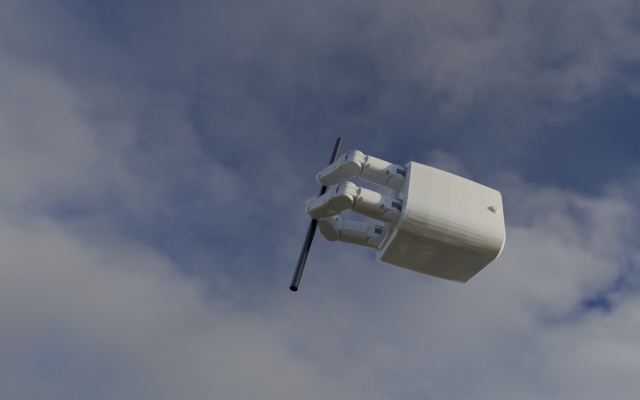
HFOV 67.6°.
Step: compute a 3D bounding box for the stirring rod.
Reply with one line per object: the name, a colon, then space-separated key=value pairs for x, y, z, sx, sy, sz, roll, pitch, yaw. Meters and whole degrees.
stirring rod: x=0.000 y=0.002 z=0.523 sx=0.011 sy=0.011 sz=0.239 roll=0 pitch=41 yaw=16
